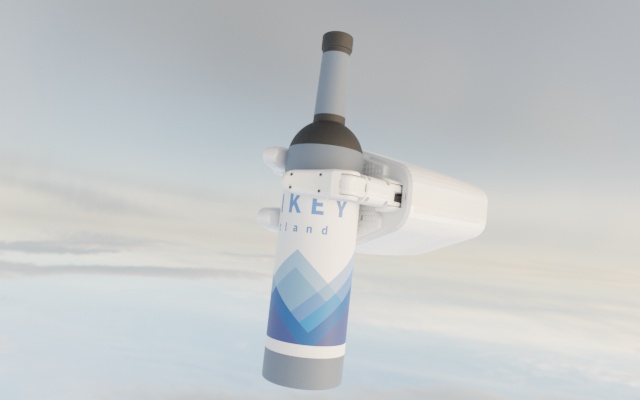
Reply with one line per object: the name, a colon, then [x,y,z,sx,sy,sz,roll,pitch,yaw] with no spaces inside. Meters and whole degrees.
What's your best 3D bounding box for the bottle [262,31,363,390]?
bottle: [0.000,0.002,0.409,0.069,0.295,0.069,6,-5,1]
